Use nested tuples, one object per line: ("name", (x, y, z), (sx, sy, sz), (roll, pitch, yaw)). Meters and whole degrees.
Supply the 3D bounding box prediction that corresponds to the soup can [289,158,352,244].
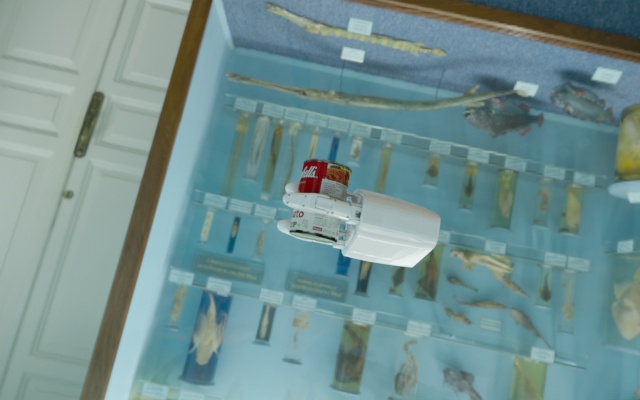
("soup can", (0.000, 0.002, 0.648), (0.068, 0.102, 0.068), (11, -11, 2))
